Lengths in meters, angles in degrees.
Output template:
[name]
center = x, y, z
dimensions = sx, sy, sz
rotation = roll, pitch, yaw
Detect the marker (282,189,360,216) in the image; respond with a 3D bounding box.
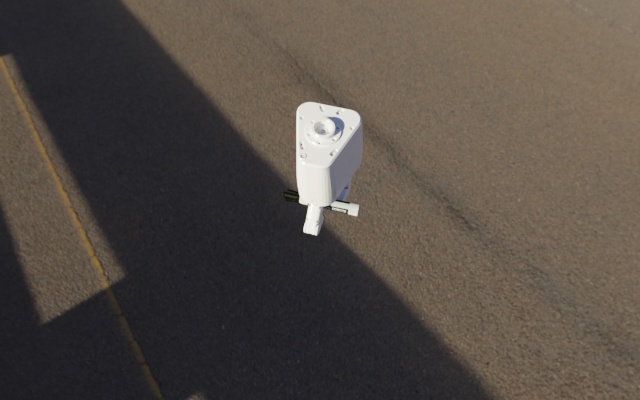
[marker]
center = 0.000, 0.002, 0.738
dimensions = 0.121, 0.020, 0.020
rotation = 12, 2, 8
